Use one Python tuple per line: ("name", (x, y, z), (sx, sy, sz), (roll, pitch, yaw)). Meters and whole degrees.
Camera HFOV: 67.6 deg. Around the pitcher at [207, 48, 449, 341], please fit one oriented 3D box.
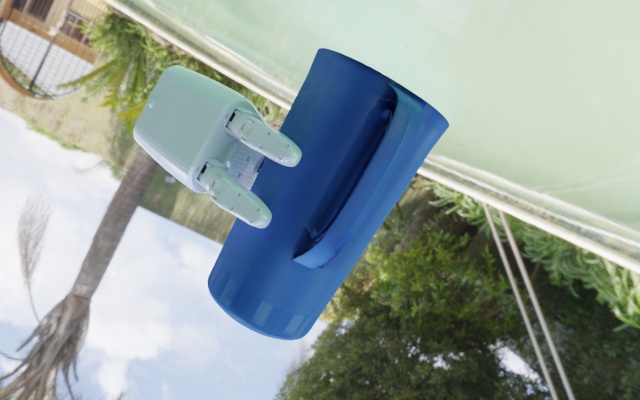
("pitcher", (0.000, 0.001, 0.425), (0.145, 0.243, 0.149), (33, 7, 28))
